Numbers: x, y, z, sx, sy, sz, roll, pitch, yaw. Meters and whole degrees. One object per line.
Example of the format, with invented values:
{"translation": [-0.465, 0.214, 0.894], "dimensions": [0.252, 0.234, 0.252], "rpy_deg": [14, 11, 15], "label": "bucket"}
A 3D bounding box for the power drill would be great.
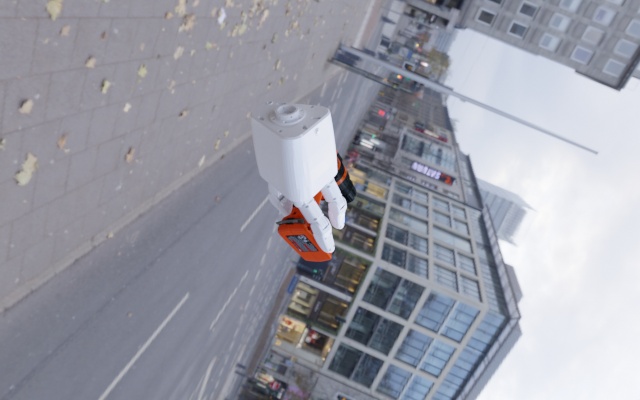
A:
{"translation": [0.000, 0.003, 0.795], "dimensions": [0.057, 0.187, 0.184], "rpy_deg": [-8, -37, 29], "label": "power drill"}
